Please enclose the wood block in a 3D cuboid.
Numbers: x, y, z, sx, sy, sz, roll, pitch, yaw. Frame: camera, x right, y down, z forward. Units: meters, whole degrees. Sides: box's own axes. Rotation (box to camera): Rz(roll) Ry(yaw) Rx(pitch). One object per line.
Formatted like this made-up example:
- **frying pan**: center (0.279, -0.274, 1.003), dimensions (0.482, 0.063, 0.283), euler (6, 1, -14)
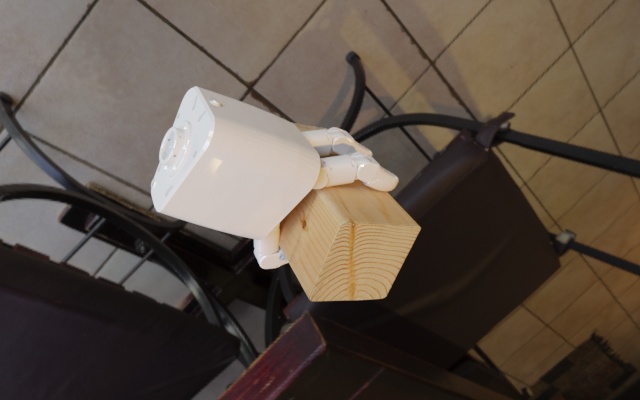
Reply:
- **wood block**: center (0.000, 0.002, 0.507), dimensions (0.090, 0.091, 0.206), euler (5, 31, -31)
